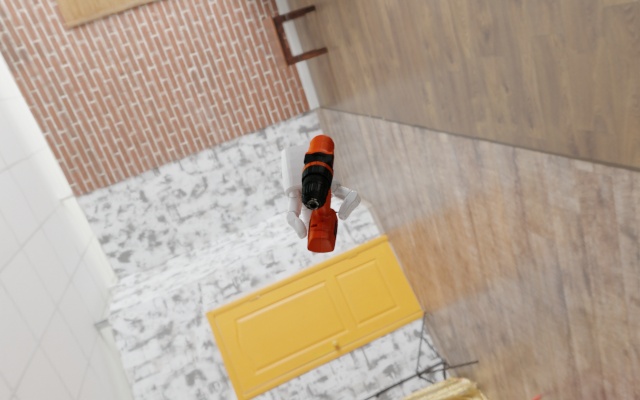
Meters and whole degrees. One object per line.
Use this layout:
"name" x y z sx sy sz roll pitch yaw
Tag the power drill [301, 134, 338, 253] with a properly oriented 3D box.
"power drill" 0.000 0.003 0.845 0.057 0.188 0.184 3 39 6
